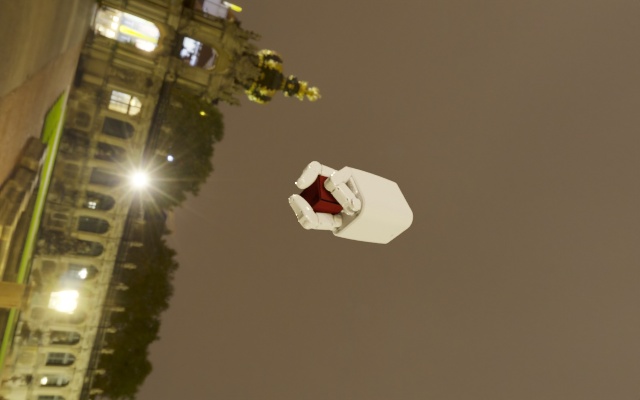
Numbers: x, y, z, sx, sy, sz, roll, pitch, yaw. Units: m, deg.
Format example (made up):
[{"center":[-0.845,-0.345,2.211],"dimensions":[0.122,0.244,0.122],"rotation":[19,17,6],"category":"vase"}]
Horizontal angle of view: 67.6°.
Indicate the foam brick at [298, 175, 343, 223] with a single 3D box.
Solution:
[{"center":[0.000,0.003,0.802],"dimensions":[0.051,0.053,0.078],"rotation":[13,-37,-28],"category":"foam brick"}]
